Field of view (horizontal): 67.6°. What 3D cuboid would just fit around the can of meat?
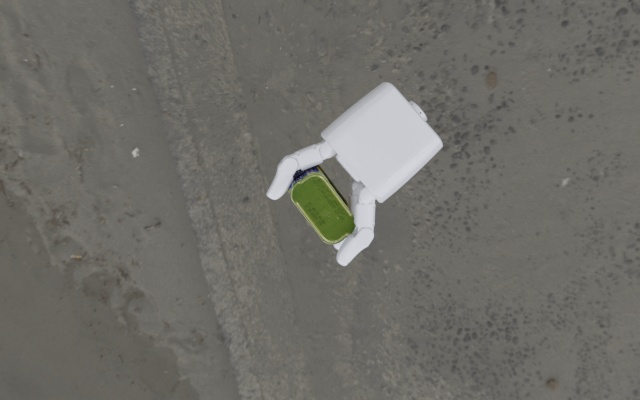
[{"bbox_3d":[0.000,0.002,0.632,0.057,0.102,0.084,-37,14,2],"label":"can of meat"}]
